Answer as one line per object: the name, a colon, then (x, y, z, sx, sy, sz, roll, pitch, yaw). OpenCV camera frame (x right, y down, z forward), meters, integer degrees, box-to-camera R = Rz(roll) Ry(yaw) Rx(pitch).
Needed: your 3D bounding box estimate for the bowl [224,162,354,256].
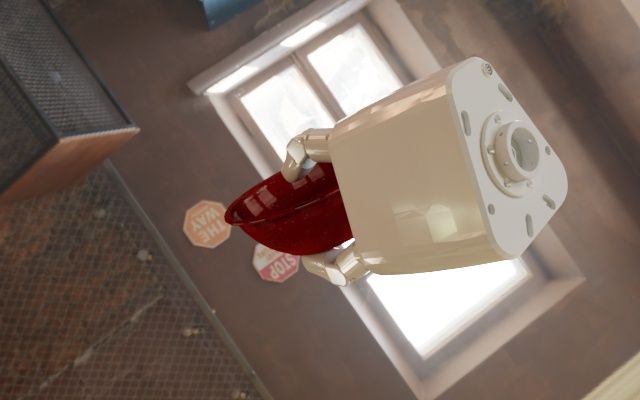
bowl: (0.000, 0.002, 0.420, 0.162, 0.055, 0.162, -23, 16, 7)
